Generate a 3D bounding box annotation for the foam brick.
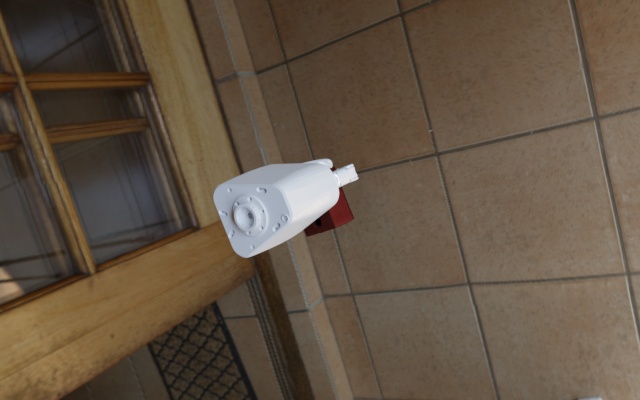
[{"bbox_3d":[0.000,0.002,0.646,0.053,0.078,0.051,-19,4,35],"label":"foam brick"}]
